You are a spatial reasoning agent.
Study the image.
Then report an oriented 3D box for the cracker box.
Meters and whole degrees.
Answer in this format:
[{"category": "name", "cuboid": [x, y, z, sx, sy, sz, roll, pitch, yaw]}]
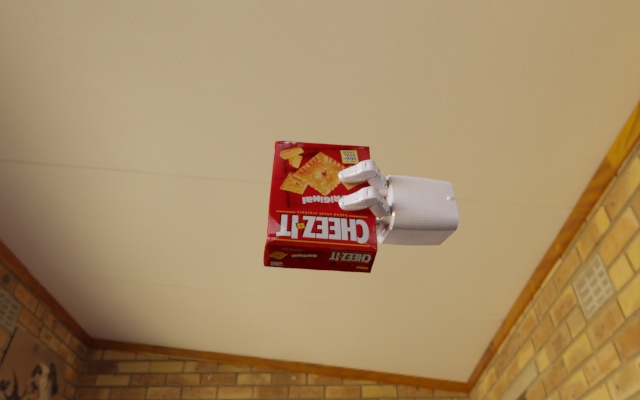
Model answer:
[{"category": "cracker box", "cuboid": [0.000, 0.002, 0.758, 0.164, 0.213, 0.072, 4, -40, -4]}]
